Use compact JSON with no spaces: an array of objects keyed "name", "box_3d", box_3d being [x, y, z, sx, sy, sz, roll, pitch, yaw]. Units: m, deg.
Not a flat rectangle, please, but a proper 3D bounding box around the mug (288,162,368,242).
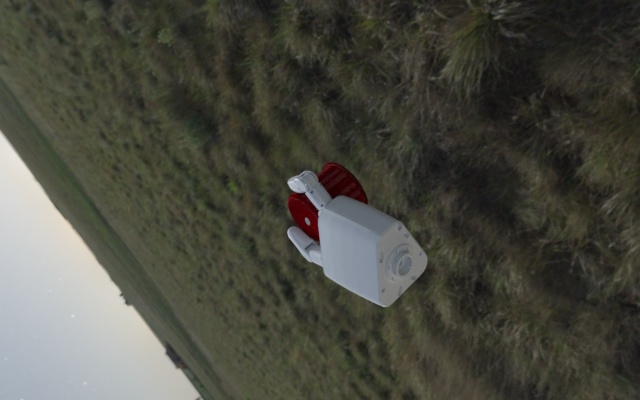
[{"name":"mug","box_3d":[-0.001,0.002,0.695,0.081,0.093,0.117,-38,35,-24]}]
